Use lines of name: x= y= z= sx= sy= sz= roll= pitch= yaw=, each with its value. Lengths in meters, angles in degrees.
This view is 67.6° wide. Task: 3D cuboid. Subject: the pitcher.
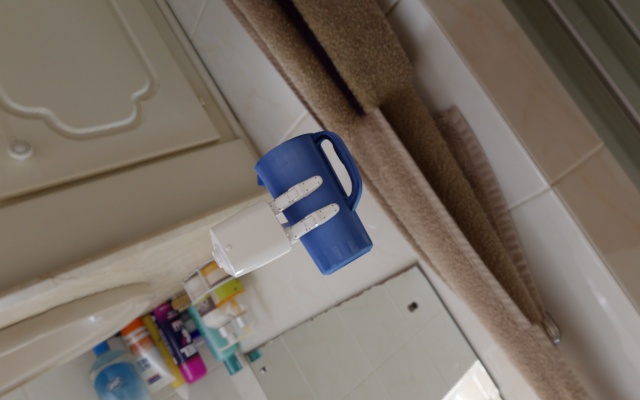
pitcher: x=0.000 y=0.003 z=0.868 sx=0.145 sy=0.243 sz=0.149 roll=-27 pitch=-9 yaw=-21
